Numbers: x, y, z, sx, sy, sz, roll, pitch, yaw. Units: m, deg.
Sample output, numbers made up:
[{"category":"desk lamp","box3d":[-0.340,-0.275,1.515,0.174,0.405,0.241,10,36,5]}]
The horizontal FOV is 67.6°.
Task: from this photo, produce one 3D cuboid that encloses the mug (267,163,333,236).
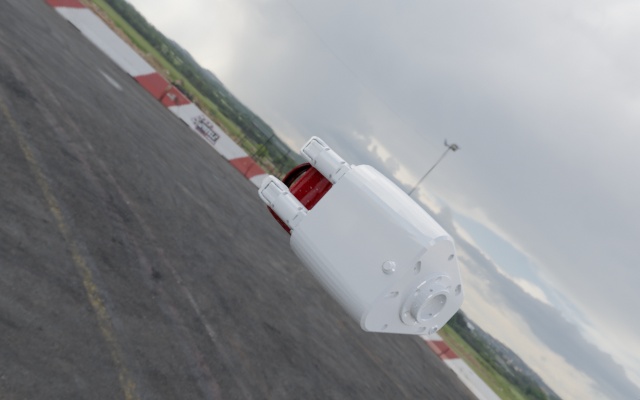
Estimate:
[{"category":"mug","box3d":[0.000,0.001,0.497,0.117,0.081,0.093,46,2,43]}]
